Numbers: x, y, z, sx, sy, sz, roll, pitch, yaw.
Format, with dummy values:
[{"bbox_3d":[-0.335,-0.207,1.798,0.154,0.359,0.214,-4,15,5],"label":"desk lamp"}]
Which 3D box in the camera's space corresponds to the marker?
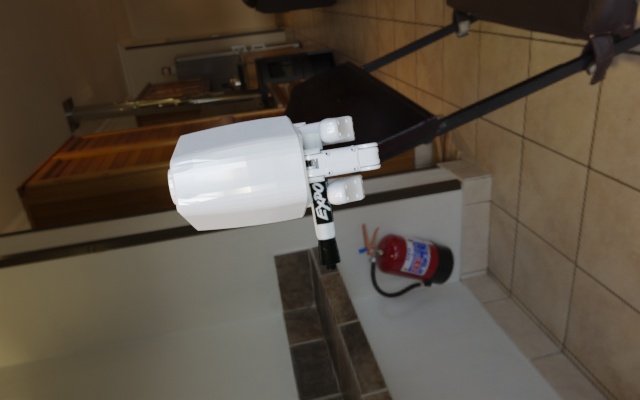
[{"bbox_3d":[0.000,0.001,0.418,0.020,0.121,0.020,-9,5,1],"label":"marker"}]
